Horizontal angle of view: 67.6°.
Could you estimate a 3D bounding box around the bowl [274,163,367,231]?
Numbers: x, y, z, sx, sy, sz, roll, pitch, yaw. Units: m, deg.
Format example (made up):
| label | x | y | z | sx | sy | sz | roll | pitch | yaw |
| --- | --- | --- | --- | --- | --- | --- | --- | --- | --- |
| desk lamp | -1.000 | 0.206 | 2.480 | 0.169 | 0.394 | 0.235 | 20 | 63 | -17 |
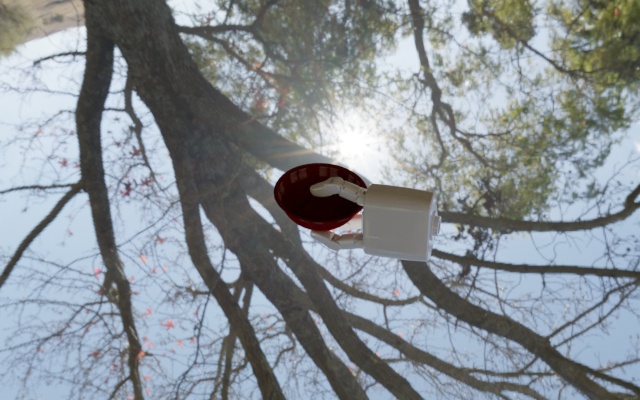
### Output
| label | x | y | z | sx | sy | sz | roll | pitch | yaw |
| --- | --- | --- | --- | --- | --- | --- | --- | --- | --- |
| bowl | -0.001 | 0.003 | 0.829 | 0.162 | 0.055 | 0.162 | 2 | 41 | -1 |
